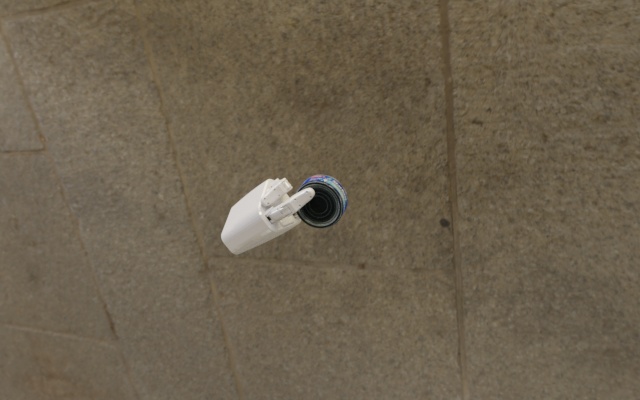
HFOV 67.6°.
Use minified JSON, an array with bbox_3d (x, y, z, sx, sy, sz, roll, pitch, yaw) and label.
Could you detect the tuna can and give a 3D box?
[{"bbox_3d":[0.000,0.003,0.789,0.086,0.086,0.033,0,20,17],"label":"tuna can"}]
